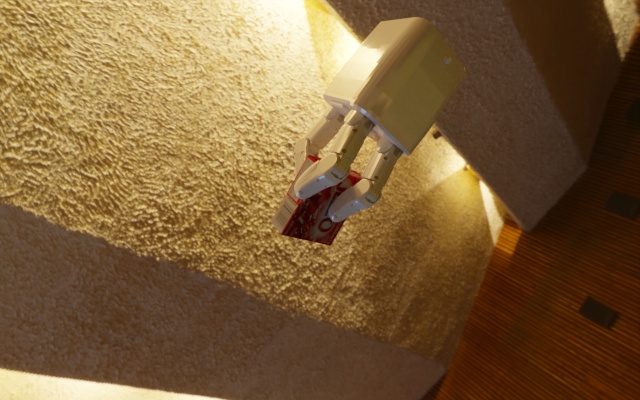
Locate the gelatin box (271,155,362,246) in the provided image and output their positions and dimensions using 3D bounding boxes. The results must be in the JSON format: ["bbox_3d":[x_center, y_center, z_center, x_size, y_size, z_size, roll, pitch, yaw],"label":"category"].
[{"bbox_3d":[0.000,0.002,0.517,0.073,0.089,0.030,17,20,-41],"label":"gelatin box"}]
